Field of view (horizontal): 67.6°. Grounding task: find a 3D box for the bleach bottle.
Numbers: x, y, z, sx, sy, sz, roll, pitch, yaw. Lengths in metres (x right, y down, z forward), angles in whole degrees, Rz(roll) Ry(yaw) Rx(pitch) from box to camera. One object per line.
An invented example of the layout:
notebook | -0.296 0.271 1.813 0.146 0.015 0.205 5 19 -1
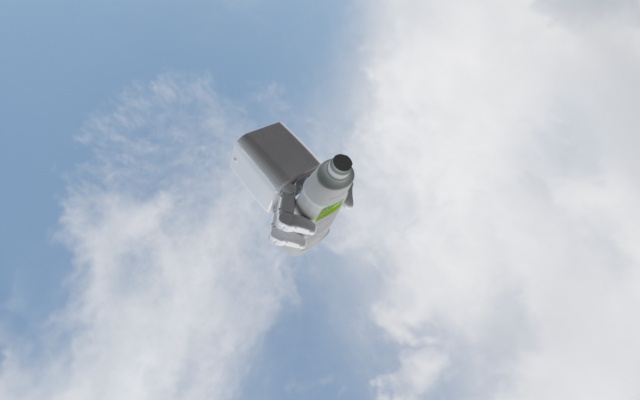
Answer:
bleach bottle | 0.000 0.003 0.748 0.102 0.068 0.251 -36 -12 -31
